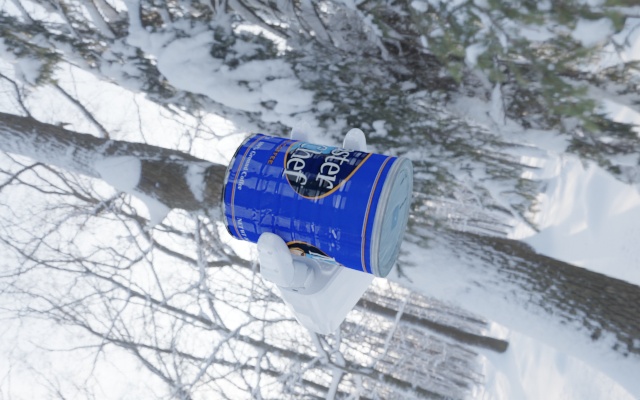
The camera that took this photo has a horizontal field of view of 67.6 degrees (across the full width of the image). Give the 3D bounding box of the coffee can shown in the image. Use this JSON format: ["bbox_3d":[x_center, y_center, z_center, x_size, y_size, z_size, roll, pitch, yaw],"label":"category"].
[{"bbox_3d":[0.000,0.001,0.421,0.140,0.103,0.103,12,4,20],"label":"coffee can"}]
